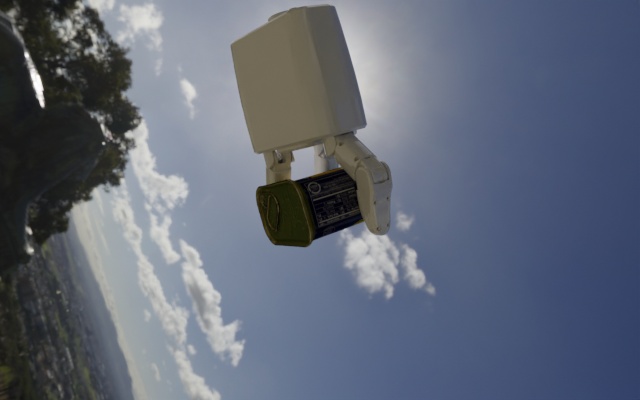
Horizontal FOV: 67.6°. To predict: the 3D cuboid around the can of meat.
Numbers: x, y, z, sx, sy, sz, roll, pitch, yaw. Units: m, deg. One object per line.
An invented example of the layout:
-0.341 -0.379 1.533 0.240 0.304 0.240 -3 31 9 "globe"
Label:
0.000 0.001 0.431 0.084 0.057 0.102 -18 4 -27 "can of meat"
